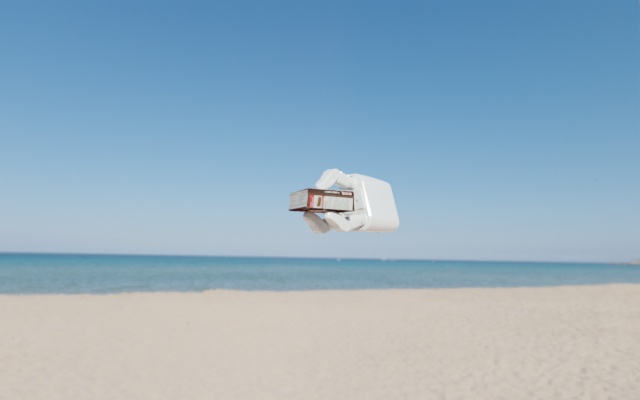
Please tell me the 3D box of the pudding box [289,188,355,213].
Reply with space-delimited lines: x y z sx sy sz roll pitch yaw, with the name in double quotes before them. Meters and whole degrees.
"pudding box" 0.000 0.003 0.864 0.090 0.039 0.113 3 -7 -19
